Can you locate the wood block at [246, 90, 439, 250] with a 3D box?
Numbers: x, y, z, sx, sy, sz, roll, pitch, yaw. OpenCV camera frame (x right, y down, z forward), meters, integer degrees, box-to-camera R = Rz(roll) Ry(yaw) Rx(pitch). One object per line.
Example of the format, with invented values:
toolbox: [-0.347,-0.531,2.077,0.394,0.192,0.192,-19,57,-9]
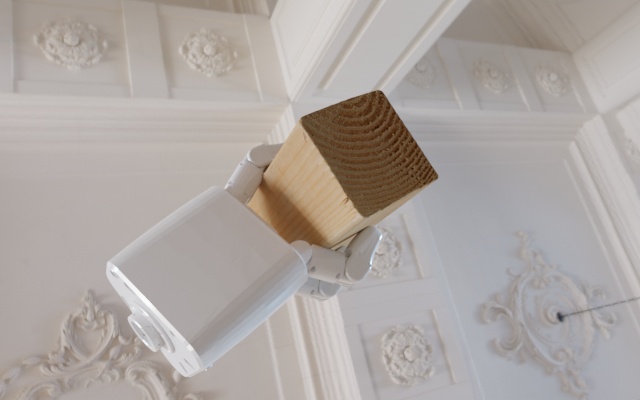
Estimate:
wood block: [0.000,0.001,0.447,0.090,0.091,0.206,-26,-11,-32]
